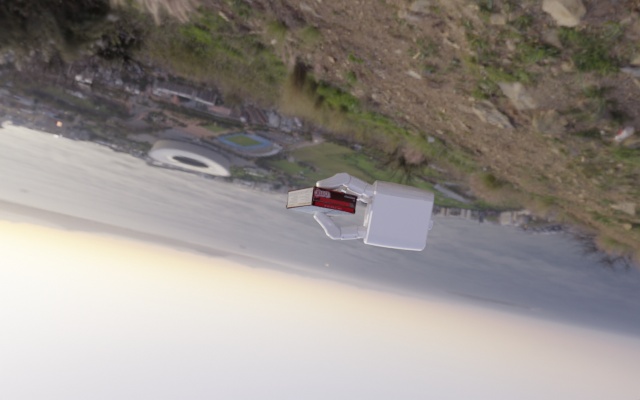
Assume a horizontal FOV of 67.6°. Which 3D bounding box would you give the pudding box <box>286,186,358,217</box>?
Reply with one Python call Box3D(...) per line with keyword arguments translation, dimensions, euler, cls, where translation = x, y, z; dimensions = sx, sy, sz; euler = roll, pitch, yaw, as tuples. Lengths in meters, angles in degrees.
Box3D(translation=(0.000, 0.003, 0.867), dimensions=(0.090, 0.039, 0.113), euler=(13, -11, -27), cls="pudding box")
